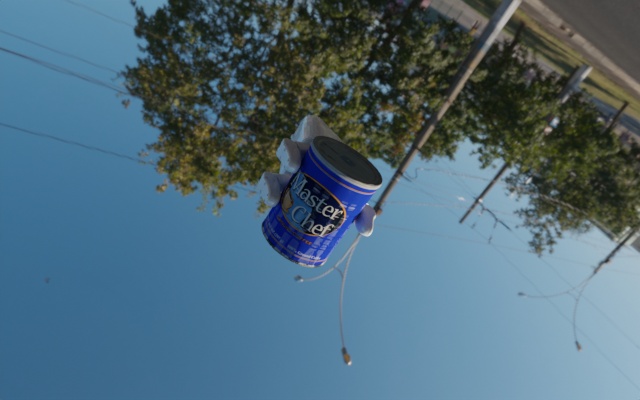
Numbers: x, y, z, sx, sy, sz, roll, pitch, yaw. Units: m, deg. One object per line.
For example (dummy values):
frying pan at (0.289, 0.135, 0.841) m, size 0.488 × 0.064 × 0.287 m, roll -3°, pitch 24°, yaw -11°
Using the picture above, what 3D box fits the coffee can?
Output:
coffee can at (0.000, 0.002, 0.624) m, size 0.103 × 0.140 × 0.102 m, roll 27°, pitch 25°, yaw -14°
